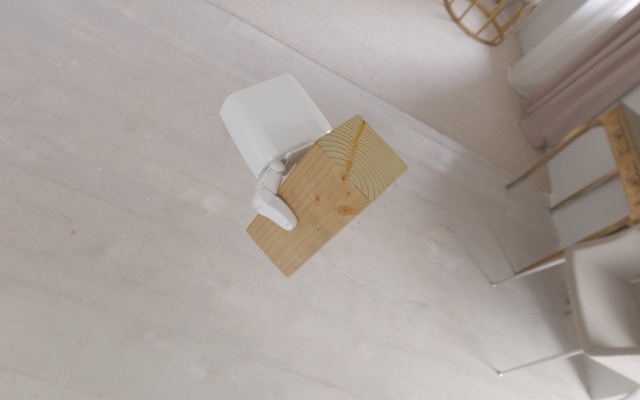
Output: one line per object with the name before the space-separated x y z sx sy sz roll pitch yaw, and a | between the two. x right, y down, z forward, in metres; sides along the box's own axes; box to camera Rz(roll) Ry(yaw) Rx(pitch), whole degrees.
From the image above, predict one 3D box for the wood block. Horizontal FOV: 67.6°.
wood block | 0.000 0.002 0.600 0.090 0.090 0.206 -38 -6 -43
